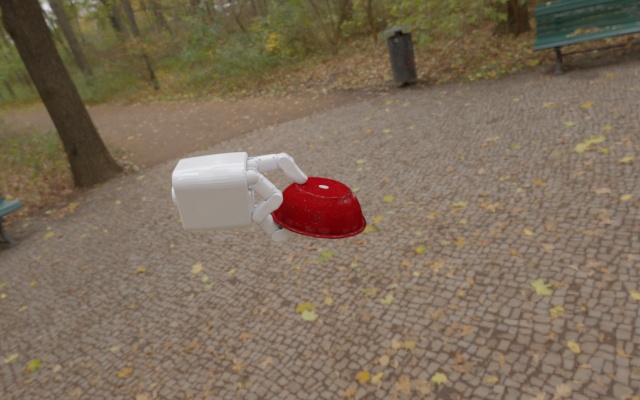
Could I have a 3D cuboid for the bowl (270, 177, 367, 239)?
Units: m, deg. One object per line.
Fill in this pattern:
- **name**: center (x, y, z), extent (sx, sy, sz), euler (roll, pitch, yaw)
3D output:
- **bowl**: center (0.001, 0.002, 0.778), extent (0.162, 0.055, 0.162), euler (8, 21, -3)
